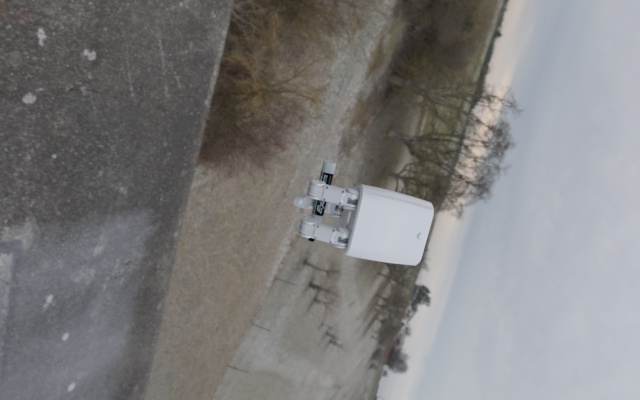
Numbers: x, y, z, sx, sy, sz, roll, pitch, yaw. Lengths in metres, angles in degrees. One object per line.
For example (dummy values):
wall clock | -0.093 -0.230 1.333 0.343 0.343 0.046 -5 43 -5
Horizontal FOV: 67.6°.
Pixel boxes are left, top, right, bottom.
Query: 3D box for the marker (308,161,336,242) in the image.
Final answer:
marker | 0.000 0.002 0.700 0.020 0.121 0.020 13 10 -2
